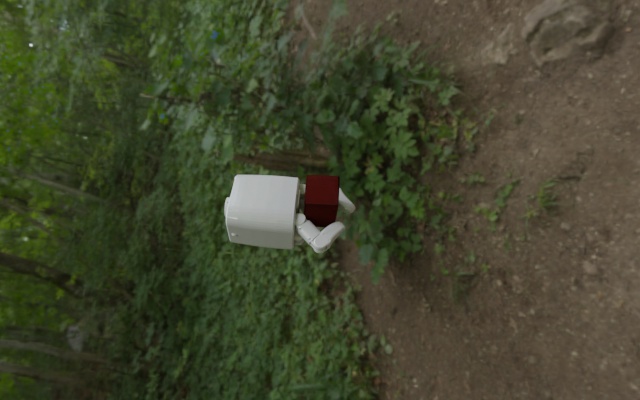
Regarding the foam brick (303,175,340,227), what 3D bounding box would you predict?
[{"bbox_3d":[0.000,0.002,0.742,0.051,0.053,0.078,5,-30,-2],"label":"foam brick"}]
